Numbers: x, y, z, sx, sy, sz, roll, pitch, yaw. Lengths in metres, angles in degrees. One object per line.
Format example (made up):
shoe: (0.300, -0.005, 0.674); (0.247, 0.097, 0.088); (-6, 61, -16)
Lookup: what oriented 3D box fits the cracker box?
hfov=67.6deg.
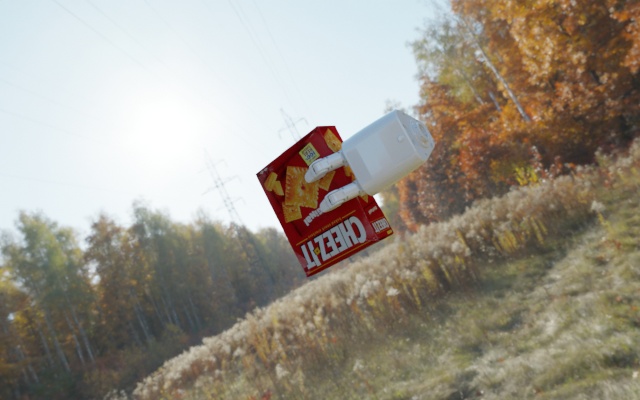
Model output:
cracker box: (0.000, 0.003, 0.827); (0.164, 0.213, 0.072); (-32, -9, 32)
